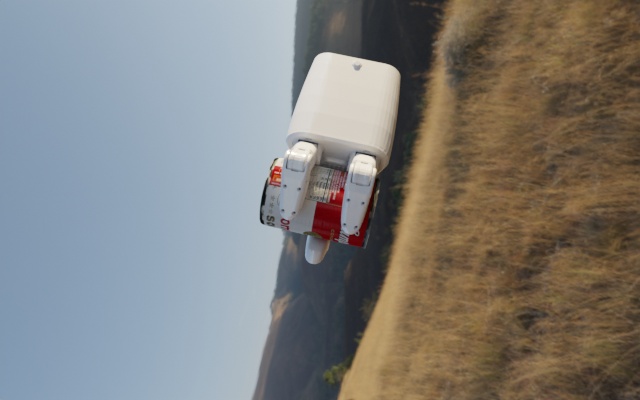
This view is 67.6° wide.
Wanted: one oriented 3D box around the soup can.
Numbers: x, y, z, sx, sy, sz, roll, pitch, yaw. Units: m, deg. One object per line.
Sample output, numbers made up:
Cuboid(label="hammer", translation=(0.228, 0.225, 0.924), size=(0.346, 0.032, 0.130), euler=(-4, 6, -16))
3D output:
Cuboid(label="soup can", translation=(0.000, 0.002, 0.454), size=(0.102, 0.068, 0.068), euler=(13, 1, 4))
